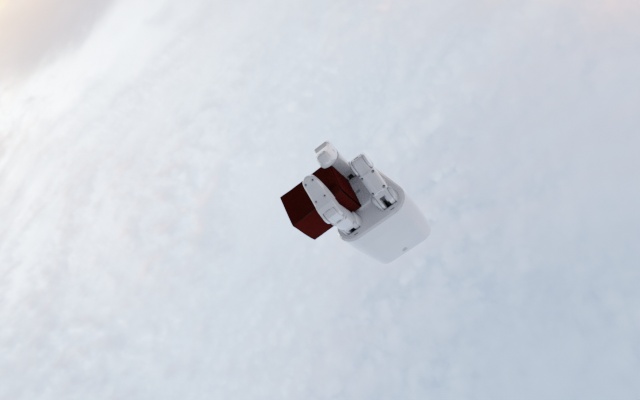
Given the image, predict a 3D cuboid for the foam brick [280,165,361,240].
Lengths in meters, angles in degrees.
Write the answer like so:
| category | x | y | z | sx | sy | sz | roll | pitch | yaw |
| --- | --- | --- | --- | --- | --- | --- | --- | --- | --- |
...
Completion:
| category | x | y | z | sx | sy | sz | roll | pitch | yaw |
| --- | --- | --- | --- | --- | --- | --- | --- | --- | --- |
| foam brick | 0.000 | 0.002 | 0.596 | 0.078 | 0.053 | 0.051 | -36 | -39 | 14 |
